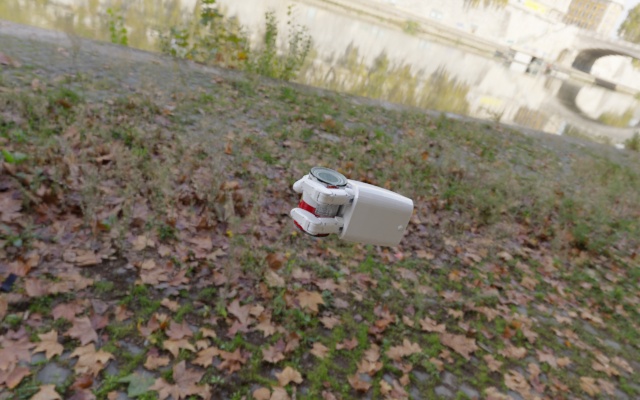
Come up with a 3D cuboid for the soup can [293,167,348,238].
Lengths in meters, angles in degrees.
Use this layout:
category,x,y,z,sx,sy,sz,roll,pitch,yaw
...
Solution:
category,x,y,z,sx,sy,sz,roll,pitch,yaw
soup can,0.000,0.002,0.814,0.068,0.102,0.068,16,24,-7
